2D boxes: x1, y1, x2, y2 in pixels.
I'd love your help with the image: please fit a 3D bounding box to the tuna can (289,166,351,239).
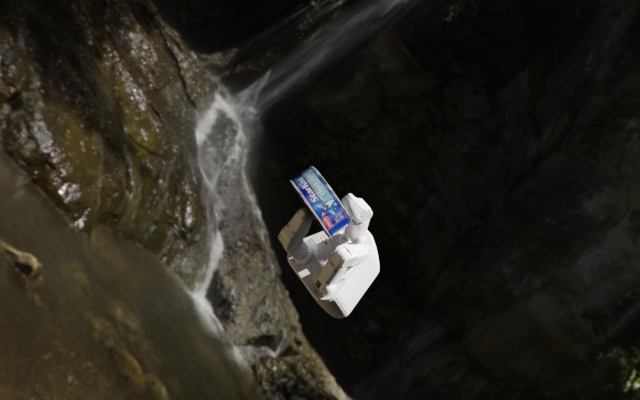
[{"bbox_3d":[0.001,0.002,0.571,0.034,0.086,0.086,-35,2,-3],"label":"tuna can"}]
